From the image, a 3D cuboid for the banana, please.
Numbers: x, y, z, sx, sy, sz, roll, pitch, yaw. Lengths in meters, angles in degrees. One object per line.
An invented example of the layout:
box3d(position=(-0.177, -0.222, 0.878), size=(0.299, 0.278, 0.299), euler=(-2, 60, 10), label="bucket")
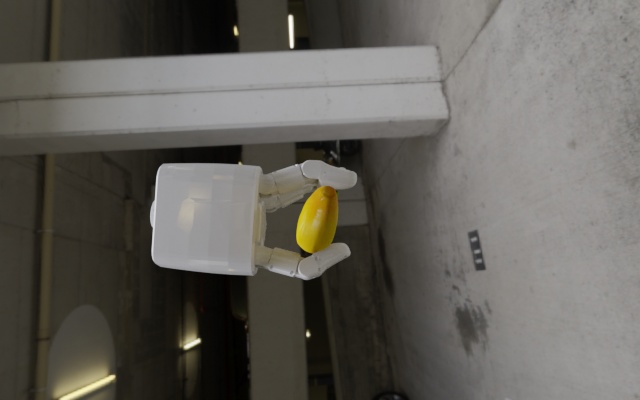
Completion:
box3d(position=(-0.003, 0.020, 0.479), size=(0.037, 0.069, 0.198), euler=(10, 1, 1), label="banana")
